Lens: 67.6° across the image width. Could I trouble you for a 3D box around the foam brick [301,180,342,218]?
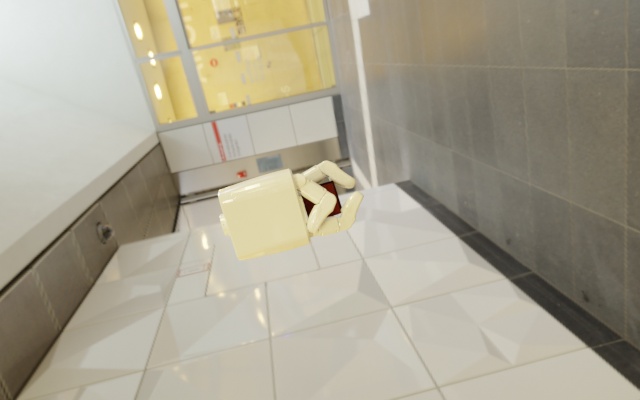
[{"bbox_3d":[0.000,0.002,0.739,0.051,0.053,0.078,-18,-2,-4],"label":"foam brick"}]
